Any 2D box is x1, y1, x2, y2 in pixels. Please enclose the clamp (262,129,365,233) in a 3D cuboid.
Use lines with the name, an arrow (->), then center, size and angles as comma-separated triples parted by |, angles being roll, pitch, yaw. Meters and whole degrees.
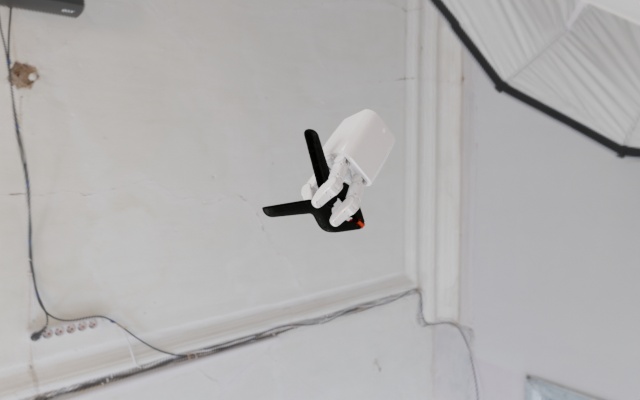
clamp -> 0.000, 0.003, 0.834 | 0.036, 0.164, 0.210 | 12, -27, 51
